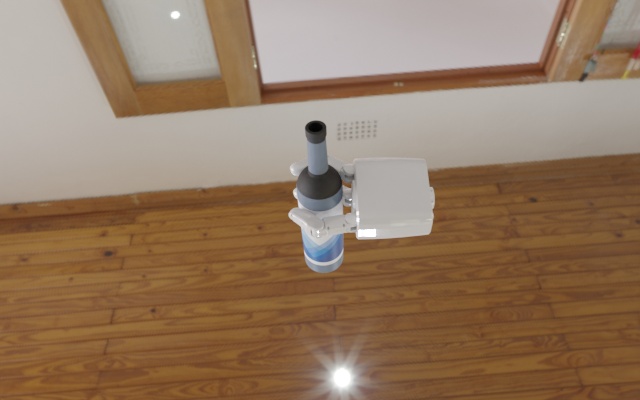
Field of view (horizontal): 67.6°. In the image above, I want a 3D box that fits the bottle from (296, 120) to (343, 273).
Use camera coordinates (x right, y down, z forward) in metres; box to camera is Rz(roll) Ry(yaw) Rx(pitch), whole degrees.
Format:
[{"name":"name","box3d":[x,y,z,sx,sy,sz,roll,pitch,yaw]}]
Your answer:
[{"name":"bottle","box3d":[0.000,0.003,0.714,0.069,0.069,0.296,0,-40,3]}]
